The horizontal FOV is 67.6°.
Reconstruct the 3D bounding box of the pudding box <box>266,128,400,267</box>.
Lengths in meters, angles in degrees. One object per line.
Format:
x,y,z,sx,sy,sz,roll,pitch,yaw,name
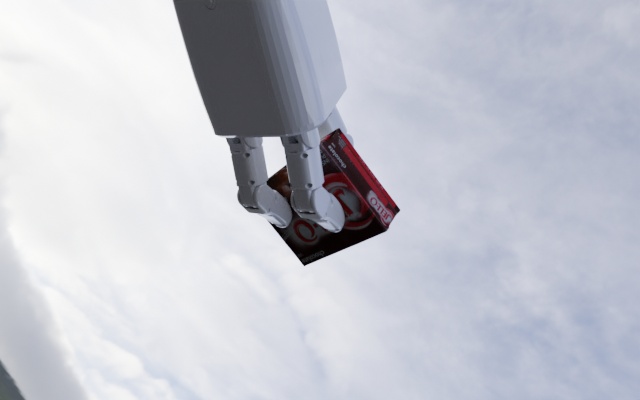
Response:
0.000,0.001,0.423,0.113,0.090,0.039,-29,12,46,pudding box
